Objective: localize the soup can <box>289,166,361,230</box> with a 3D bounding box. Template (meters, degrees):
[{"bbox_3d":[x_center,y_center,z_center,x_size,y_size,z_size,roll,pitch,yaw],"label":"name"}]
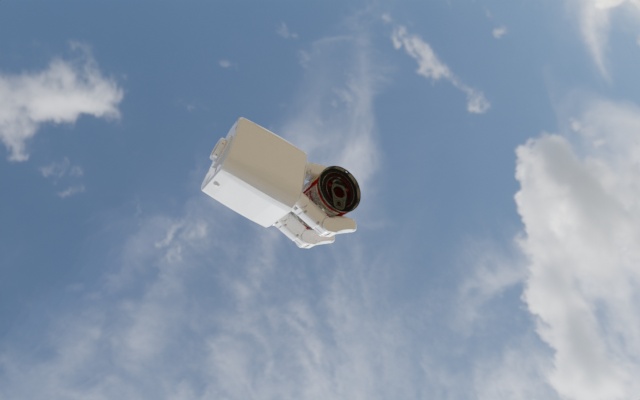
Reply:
[{"bbox_3d":[0.000,0.002,0.679,0.068,0.068,0.102,0,-21,-35],"label":"soup can"}]
